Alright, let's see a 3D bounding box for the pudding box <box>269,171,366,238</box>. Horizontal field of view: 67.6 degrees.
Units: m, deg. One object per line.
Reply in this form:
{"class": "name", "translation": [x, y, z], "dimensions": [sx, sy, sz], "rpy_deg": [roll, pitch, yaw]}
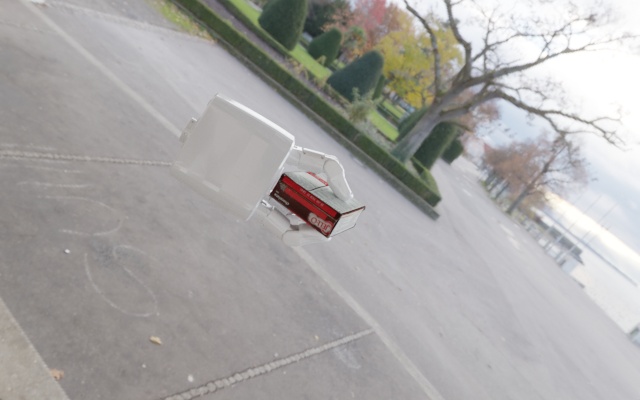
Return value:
{"class": "pudding box", "translation": [0.000, 0.002, 0.600], "dimensions": [0.090, 0.039, 0.113], "rpy_deg": [37, 17, 14]}
